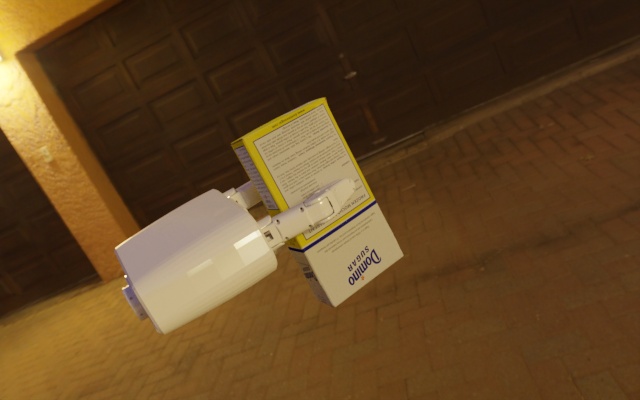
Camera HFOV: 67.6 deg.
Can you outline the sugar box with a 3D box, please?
[{"bbox_3d":[0.000,0.001,0.455,0.093,0.176,0.048,-32,15,-22],"label":"sugar box"}]
